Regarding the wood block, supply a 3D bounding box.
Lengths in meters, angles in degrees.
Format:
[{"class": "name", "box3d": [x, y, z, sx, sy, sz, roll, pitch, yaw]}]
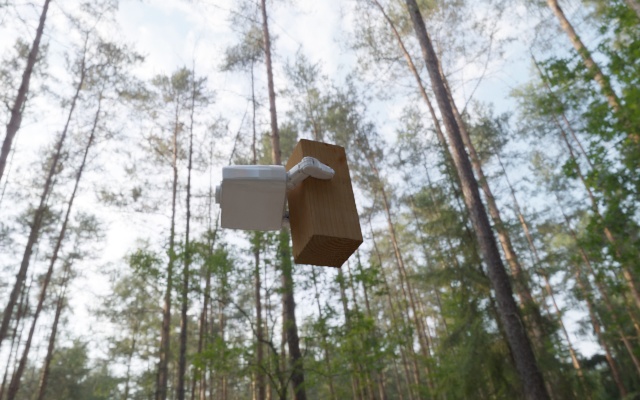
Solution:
[{"class": "wood block", "box3d": [0.000, 0.002, 0.828, 0.090, 0.206, 0.091, 9, -40, -23]}]
